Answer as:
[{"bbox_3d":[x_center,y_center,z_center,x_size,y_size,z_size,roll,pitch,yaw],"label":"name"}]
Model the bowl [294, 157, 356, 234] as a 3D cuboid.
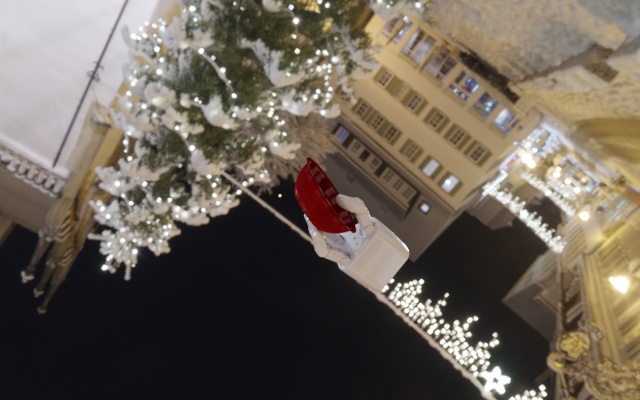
[{"bbox_3d":[-0.001,0.002,0.867,0.055,0.162,0.162,-32,-6,10],"label":"bowl"}]
